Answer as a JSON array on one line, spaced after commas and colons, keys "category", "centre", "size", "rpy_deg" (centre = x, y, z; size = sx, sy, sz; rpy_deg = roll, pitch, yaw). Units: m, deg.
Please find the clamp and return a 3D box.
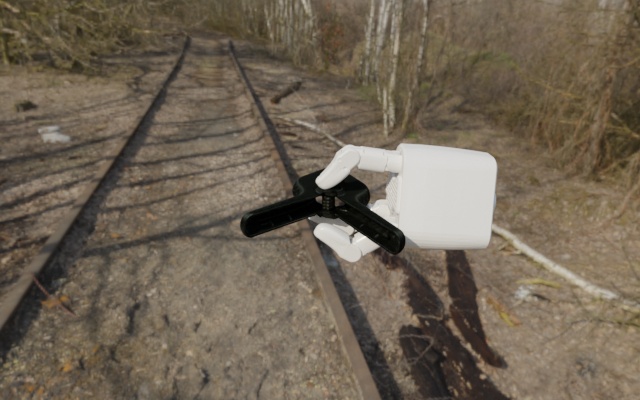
[{"category": "clamp", "centre": [0.000, 0.001, 0.553], "size": [0.164, 0.036, 0.210], "rpy_deg": [5, 21, -3]}]
